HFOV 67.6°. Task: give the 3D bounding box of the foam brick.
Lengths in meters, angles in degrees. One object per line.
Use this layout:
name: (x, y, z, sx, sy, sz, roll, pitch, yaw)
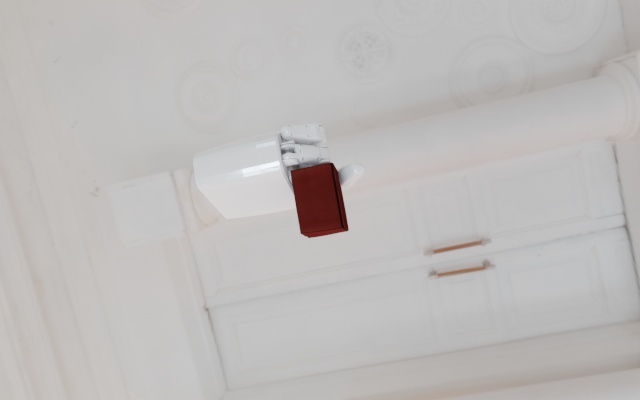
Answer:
foam brick: (0.000, 0.002, 0.565, 0.051, 0.078, 0.053, -11, -12, 7)
